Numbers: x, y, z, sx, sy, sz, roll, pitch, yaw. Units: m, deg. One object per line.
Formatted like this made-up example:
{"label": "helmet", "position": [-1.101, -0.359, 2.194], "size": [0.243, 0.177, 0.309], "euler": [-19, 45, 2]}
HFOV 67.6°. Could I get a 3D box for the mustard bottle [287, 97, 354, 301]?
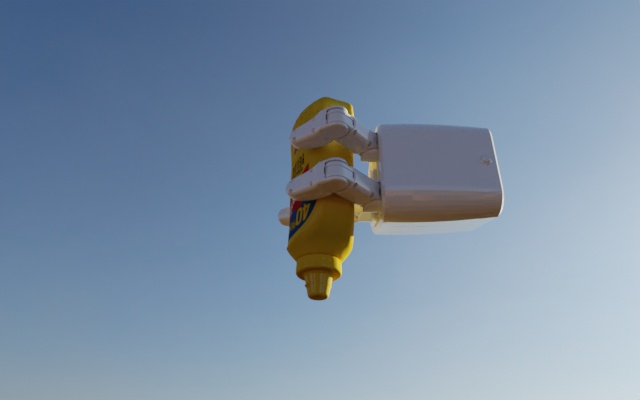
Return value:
{"label": "mustard bottle", "position": [0.000, 0.001, 0.461], "size": [0.058, 0.191, 0.096], "euler": [13, -32, -20]}
